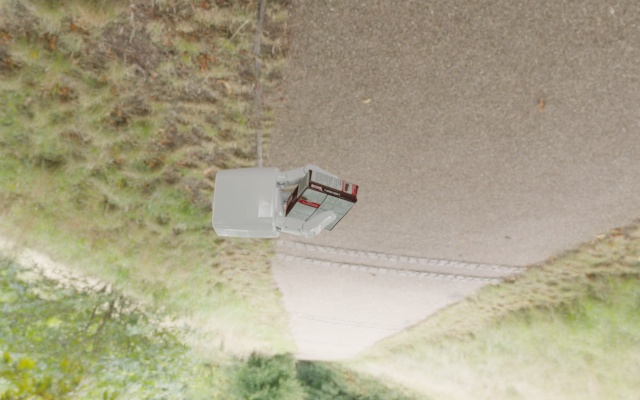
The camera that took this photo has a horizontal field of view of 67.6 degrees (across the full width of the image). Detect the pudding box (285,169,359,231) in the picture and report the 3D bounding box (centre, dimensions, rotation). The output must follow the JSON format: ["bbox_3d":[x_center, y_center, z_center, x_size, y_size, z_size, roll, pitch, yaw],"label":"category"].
[{"bbox_3d":[0.000,0.003,0.805,0.090,0.039,0.113,17,-33,-16],"label":"pudding box"}]
